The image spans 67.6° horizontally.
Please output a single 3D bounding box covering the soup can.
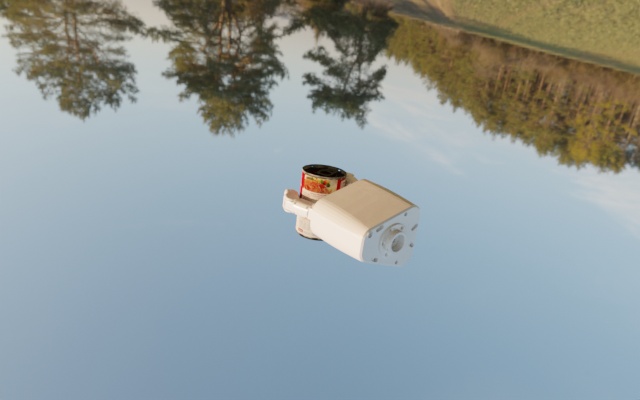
[{"bbox_3d":[0.000,0.003,0.732,0.068,0.102,0.068,6,20,-2],"label":"soup can"}]
